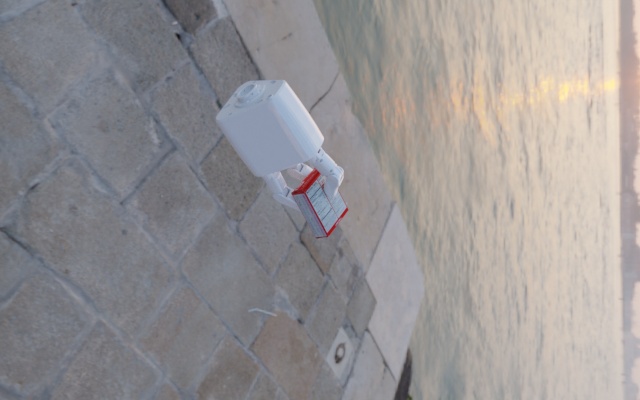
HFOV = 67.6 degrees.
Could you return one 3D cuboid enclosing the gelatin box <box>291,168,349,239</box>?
[{"bbox_3d":[0.001,0.003,0.748,0.030,0.089,0.073,-9,29,39],"label":"gelatin box"}]
